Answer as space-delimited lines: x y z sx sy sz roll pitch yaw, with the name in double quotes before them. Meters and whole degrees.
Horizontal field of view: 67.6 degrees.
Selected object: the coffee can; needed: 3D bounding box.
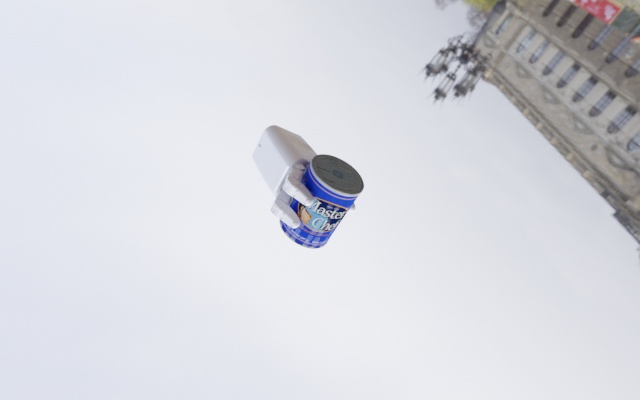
"coffee can" 0.000 0.003 0.857 0.103 0.140 0.102 21 35 -16
